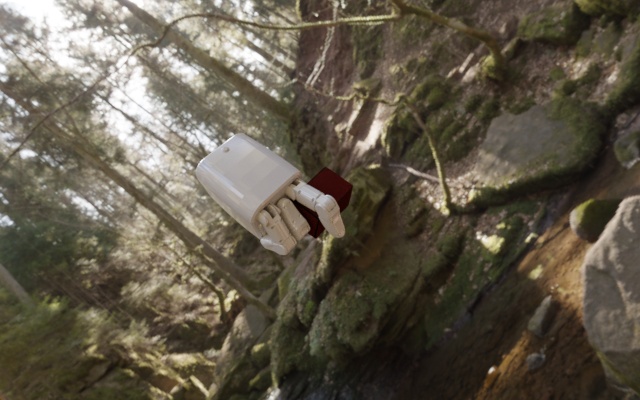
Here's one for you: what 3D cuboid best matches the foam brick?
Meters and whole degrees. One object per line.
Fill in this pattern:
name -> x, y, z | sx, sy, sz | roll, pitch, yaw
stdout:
foam brick -> 0.000, 0.002, 0.663 | 0.051, 0.078, 0.053 | 36, -32, 17
